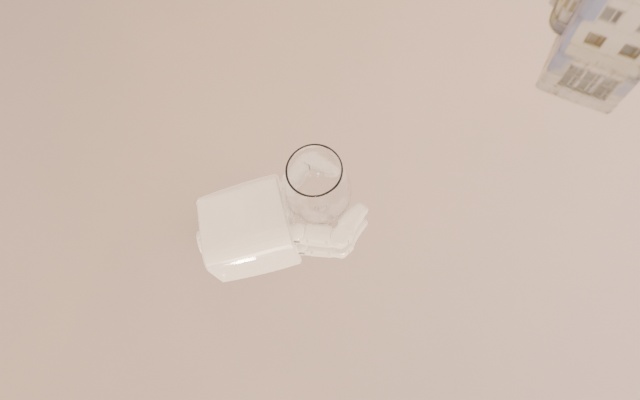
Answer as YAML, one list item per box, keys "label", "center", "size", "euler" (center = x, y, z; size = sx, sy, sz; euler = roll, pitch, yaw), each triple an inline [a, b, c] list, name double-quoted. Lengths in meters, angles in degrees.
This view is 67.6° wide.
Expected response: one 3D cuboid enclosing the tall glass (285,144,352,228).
- label: "tall glass"
  center: [0.000, 0.002, 0.597]
  size: [0.079, 0.079, 0.201]
  euler: [0, -20, 4]
